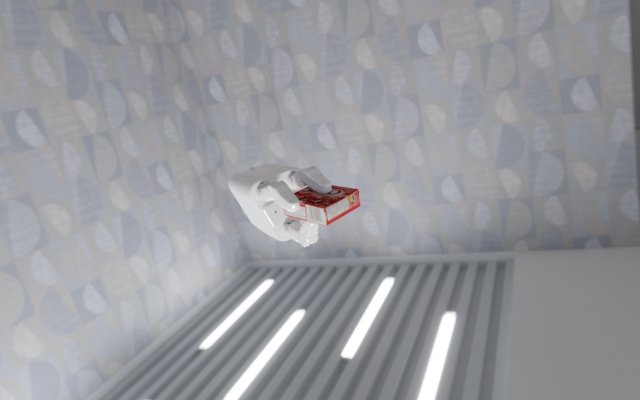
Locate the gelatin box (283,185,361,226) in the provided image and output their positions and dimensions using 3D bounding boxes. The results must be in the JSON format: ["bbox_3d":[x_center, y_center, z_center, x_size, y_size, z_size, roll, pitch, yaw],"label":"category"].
[{"bbox_3d":[0.000,0.003,0.681,0.089,0.030,0.073,12,29,44],"label":"gelatin box"}]
